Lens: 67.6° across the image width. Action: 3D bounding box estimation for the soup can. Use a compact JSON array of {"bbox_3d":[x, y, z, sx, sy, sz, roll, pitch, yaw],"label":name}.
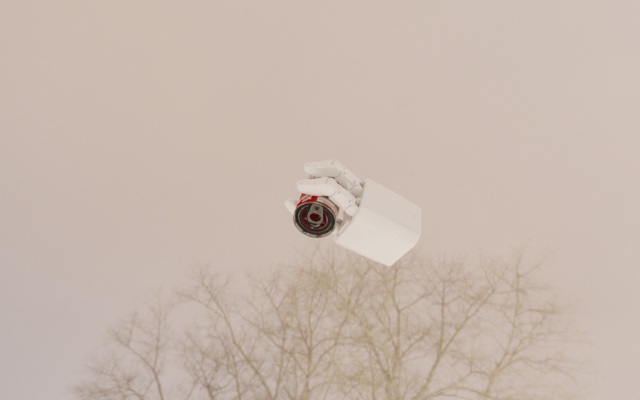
[{"bbox_3d":[0.000,0.002,0.769,0.068,0.068,0.102,0,35,13],"label":"soup can"}]
